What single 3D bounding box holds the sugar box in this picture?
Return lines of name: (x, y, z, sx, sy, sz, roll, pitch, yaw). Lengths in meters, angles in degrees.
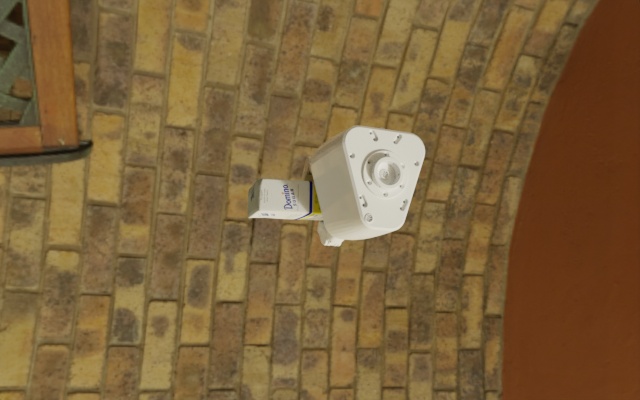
sugar box: (0.000, 0.001, 0.613, 0.176, 0.048, 0.093, 5, -9, -16)
